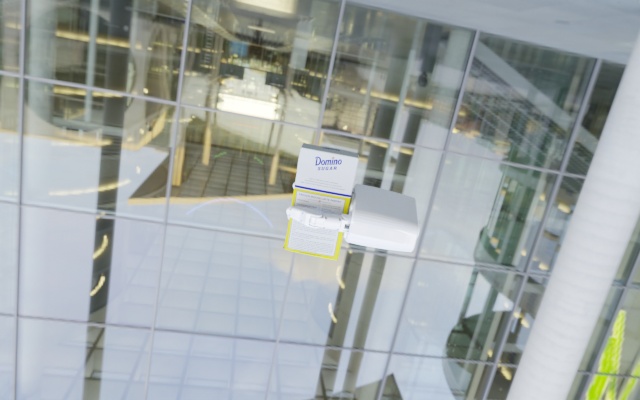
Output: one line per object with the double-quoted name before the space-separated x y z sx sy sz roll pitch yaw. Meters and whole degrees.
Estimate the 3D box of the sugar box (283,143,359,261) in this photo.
"sugar box" 0.000 0.002 0.771 0.093 0.176 0.048 11 16 0
